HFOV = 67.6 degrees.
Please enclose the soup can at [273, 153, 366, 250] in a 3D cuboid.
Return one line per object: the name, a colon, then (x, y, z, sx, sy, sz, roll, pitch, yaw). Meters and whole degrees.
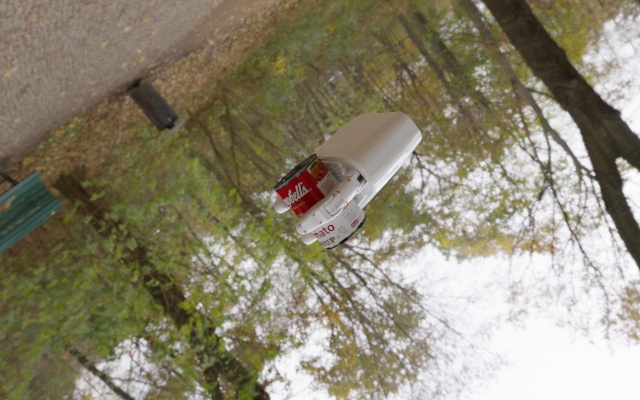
soup can: (0.000, 0.002, 0.592, 0.068, 0.102, 0.068, -38, 11, 9)
